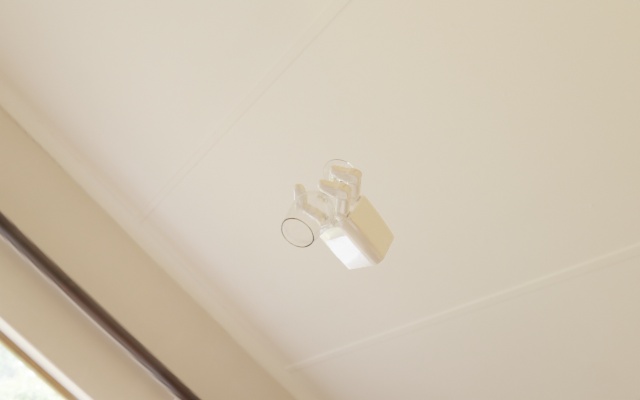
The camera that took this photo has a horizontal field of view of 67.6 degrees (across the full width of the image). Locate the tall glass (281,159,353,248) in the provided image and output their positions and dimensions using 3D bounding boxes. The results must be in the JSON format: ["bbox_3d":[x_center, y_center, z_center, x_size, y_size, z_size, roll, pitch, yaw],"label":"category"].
[{"bbox_3d":[0.000,0.002,0.881,0.079,0.079,0.201,0,32,28],"label":"tall glass"}]
